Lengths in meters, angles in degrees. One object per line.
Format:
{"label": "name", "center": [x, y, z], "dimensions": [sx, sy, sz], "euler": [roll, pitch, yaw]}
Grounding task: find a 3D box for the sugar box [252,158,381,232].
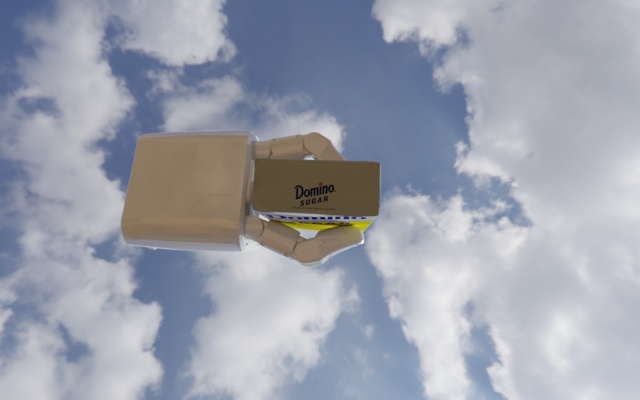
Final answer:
{"label": "sugar box", "center": [0.000, 0.002, 0.422], "dimensions": [0.093, 0.048, 0.176], "euler": [2, -5, 3]}
